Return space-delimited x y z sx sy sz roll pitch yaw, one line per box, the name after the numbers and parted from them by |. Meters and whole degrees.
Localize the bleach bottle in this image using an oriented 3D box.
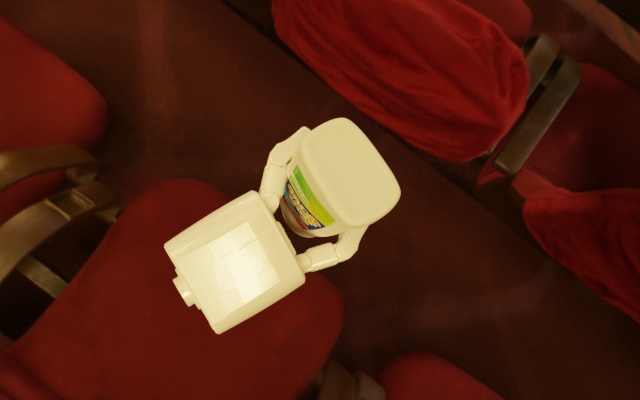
0.000 0.002 0.535 0.068 0.102 0.251 -32 -6 -18 | bleach bottle
